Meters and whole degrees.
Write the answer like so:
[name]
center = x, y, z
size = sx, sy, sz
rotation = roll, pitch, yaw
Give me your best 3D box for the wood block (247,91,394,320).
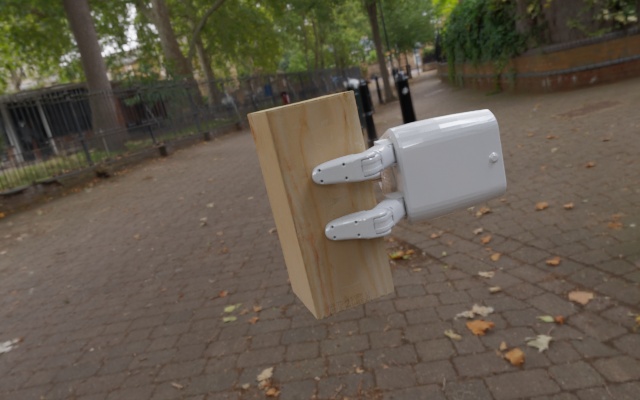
[wood block]
center = 0.000, 0.001, 0.494
size = 0.090, 0.206, 0.091
rotation = -17, 13, -16
